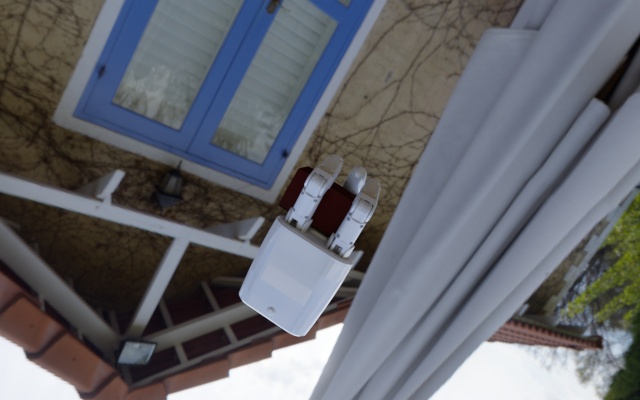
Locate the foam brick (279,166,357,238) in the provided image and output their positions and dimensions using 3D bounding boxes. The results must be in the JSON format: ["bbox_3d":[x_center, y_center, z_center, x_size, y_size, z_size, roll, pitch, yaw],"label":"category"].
[{"bbox_3d":[0.000,0.002,0.557,0.078,0.051,0.053,32,11,9],"label":"foam brick"}]
